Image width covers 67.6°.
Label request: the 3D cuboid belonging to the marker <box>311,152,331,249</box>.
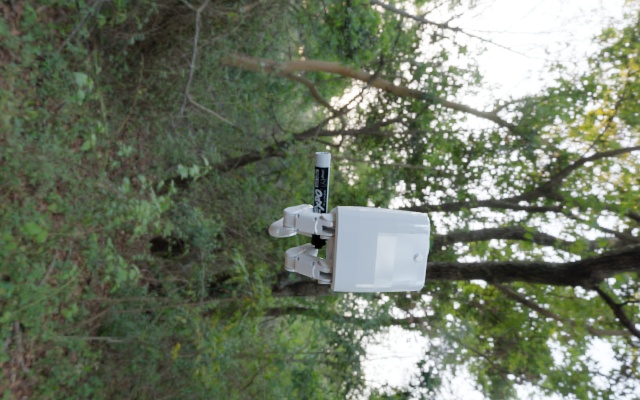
[{"bbox_3d":[0.000,0.002,0.585,0.020,0.121,0.020,3,15,-1],"label":"marker"}]
